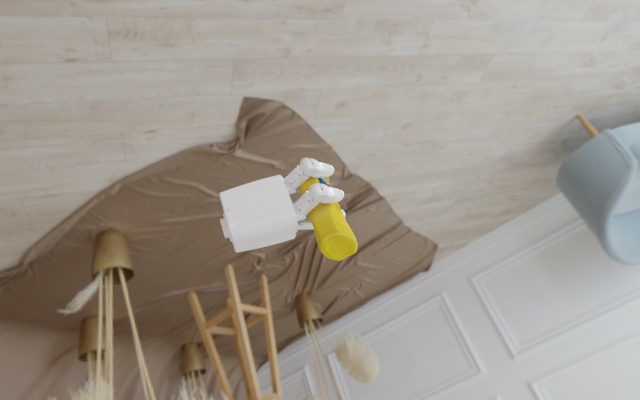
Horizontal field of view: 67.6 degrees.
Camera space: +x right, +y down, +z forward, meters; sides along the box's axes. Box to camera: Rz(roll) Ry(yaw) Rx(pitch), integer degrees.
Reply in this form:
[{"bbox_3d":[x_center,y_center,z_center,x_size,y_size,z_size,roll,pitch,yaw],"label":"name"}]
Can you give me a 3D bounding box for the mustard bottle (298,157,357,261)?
[{"bbox_3d":[0.001,0.003,0.807,0.058,0.191,0.096,-29,-33,10],"label":"mustard bottle"}]
